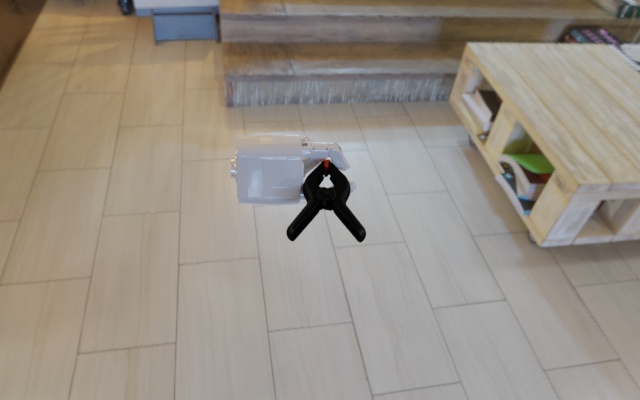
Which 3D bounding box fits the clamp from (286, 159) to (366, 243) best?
[{"bbox_3d":[0.000,0.002,0.770,0.120,0.171,0.039,-1,-45,-10],"label":"clamp"}]
